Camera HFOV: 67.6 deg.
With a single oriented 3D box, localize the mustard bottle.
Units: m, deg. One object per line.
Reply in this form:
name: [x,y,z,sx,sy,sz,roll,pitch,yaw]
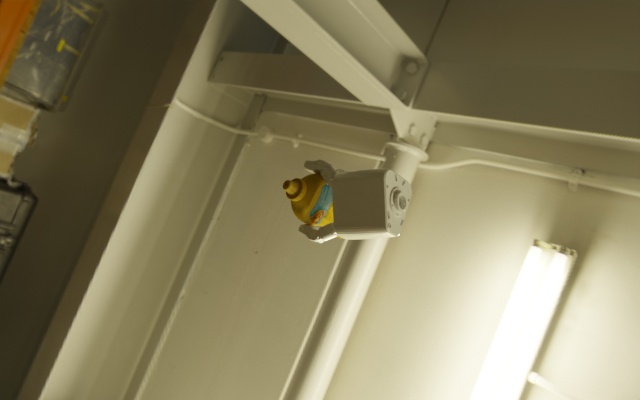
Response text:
mustard bottle: [0.000,0.003,0.895,0.058,0.096,0.192,28,0,44]
